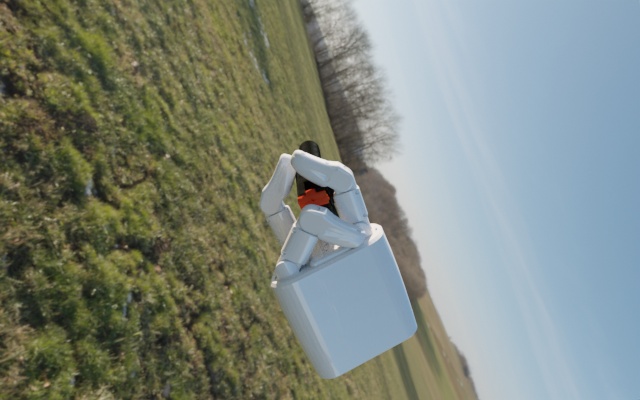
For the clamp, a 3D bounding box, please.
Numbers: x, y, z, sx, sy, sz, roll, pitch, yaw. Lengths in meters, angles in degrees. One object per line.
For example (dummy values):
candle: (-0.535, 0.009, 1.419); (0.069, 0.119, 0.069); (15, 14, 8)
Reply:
clamp: (0.001, 0.001, 0.515); (0.039, 0.120, 0.171); (-22, 13, 8)
